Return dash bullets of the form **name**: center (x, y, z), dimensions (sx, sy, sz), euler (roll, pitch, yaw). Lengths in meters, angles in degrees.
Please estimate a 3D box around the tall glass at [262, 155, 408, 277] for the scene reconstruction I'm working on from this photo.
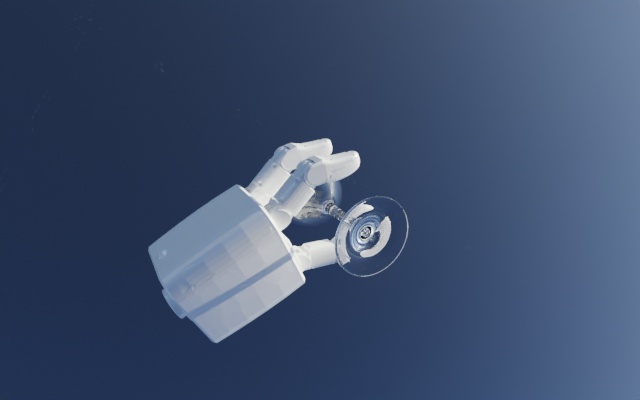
- **tall glass**: center (0.001, 0.002, 0.492), dimensions (0.079, 0.079, 0.201), euler (0, 18, -28)
